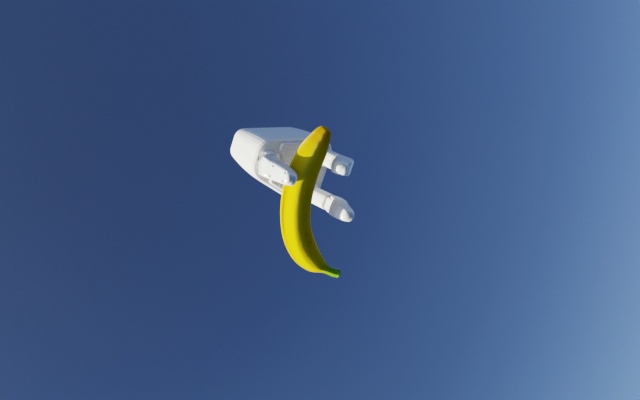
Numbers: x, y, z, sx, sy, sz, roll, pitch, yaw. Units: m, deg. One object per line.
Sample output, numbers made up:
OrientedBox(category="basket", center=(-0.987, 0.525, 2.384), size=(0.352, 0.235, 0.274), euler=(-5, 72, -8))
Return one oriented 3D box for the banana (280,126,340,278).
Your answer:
OrientedBox(category="banana", center=(-0.017, 0.009, 0.587), size=(0.069, 0.198, 0.037), euler=(-12, 21, -21))
